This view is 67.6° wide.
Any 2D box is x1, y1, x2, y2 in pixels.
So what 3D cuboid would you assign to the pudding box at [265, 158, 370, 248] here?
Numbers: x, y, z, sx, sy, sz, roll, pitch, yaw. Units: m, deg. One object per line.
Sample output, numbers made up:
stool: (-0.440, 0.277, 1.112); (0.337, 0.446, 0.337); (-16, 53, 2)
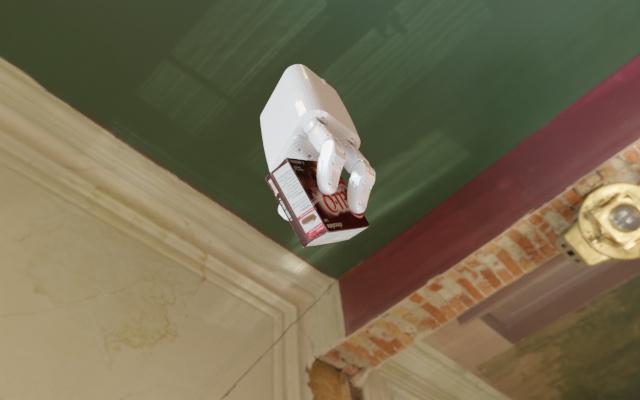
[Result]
pudding box: (0.000, 0.002, 0.527); (0.039, 0.090, 0.113); (-38, -16, 25)
